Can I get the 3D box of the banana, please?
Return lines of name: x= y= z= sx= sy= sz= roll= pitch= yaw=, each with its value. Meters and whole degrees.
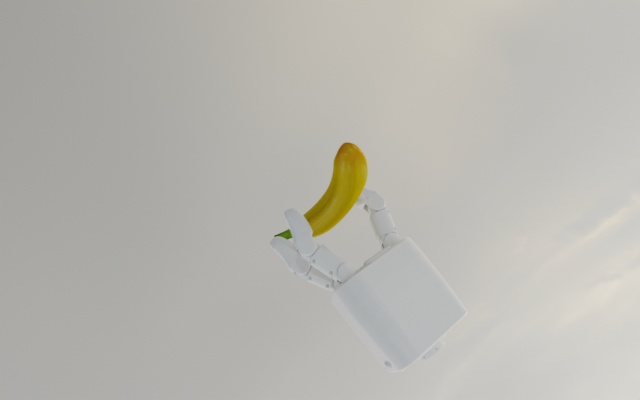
banana: x=0.013 y=-0.002 z=0.537 sx=0.069 sy=0.037 sz=0.198 roll=-21 pitch=-21 yaw=-37
